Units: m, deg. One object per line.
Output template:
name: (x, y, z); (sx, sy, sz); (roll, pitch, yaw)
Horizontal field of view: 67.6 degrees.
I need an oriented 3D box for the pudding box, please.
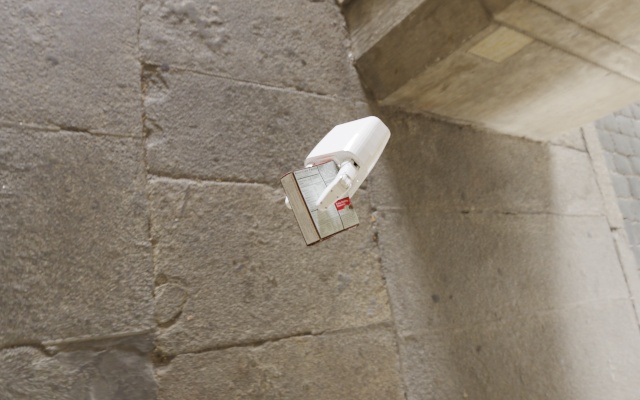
pudding box: (0.000, 0.002, 0.719); (0.090, 0.113, 0.039); (-18, -8, -41)
